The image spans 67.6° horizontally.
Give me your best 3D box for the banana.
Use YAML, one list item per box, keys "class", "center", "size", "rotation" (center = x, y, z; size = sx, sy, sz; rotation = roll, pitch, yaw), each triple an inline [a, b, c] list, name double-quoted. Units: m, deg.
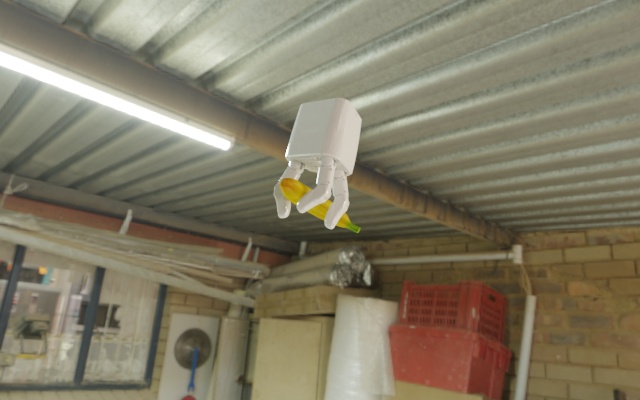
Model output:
- class: "banana"
  center: [-0.010, 0.002, 0.834]
  size: [0.198, 0.037, 0.069]
  rotation: [30, -14, -39]
